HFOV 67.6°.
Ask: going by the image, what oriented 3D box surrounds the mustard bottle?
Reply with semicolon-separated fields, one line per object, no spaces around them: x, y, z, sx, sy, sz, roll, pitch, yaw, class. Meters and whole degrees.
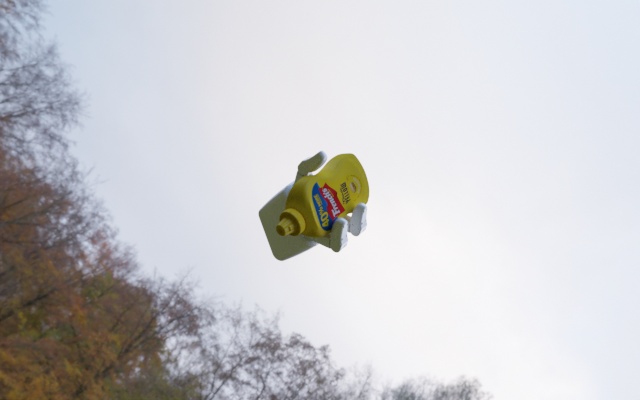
0.001;0.002;0.743;0.058;0.096;0.191;2;27;42;mustard bottle
